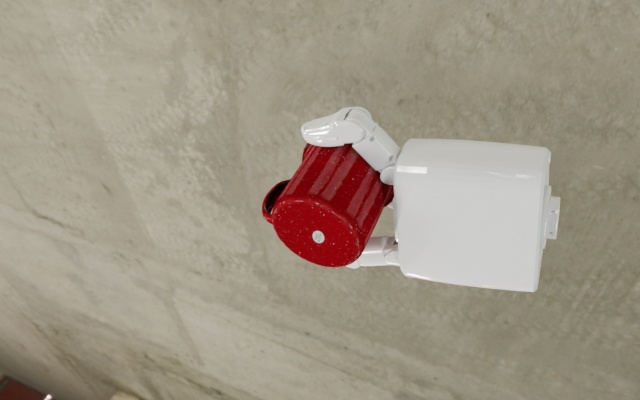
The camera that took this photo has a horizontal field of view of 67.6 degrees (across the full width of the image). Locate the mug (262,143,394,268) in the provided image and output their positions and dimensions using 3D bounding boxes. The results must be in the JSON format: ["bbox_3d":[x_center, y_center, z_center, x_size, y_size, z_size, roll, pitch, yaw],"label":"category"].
[{"bbox_3d":[-0.001,0.001,0.413,0.117,0.093,0.081,3,43,28],"label":"mug"}]
